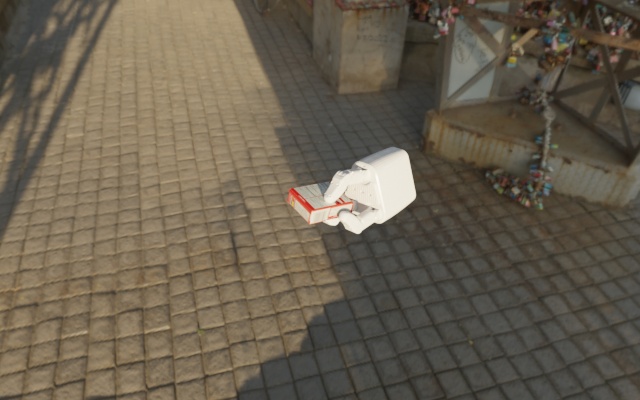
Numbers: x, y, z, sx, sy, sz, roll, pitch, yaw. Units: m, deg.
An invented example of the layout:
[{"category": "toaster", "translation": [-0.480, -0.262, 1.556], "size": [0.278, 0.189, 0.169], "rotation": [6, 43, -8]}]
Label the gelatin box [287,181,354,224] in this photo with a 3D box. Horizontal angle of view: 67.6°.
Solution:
[{"category": "gelatin box", "translation": [0.000, 0.002, 0.811], "size": [0.089, 0.030, 0.073], "rotation": [-11, 38, -33]}]
